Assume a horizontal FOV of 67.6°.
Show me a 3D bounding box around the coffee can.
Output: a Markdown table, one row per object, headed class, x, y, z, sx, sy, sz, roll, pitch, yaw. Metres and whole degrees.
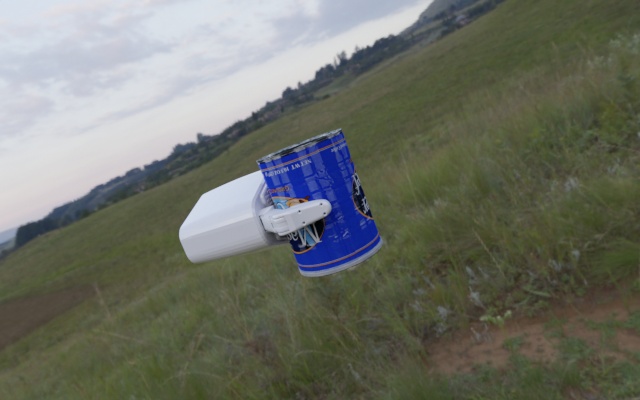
| class | x | y | z | sx | sy | sz | roll | pitch | yaw |
| --- | --- | --- | --- | --- | --- | --- | --- | --- | --- |
| coffee can | 0.000 | 0.002 | 0.547 | 0.103 | 0.140 | 0.103 | -20 | 10 | 4 |
